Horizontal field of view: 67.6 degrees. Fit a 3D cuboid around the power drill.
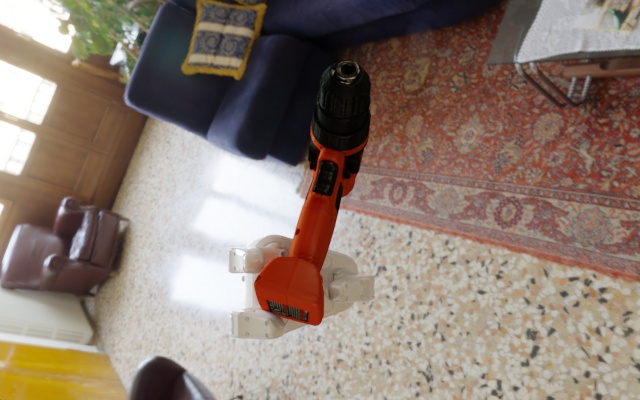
[{"bbox_3d":[0.000,0.002,0.407,0.057,0.187,0.184,15,-25,7],"label":"power drill"}]
